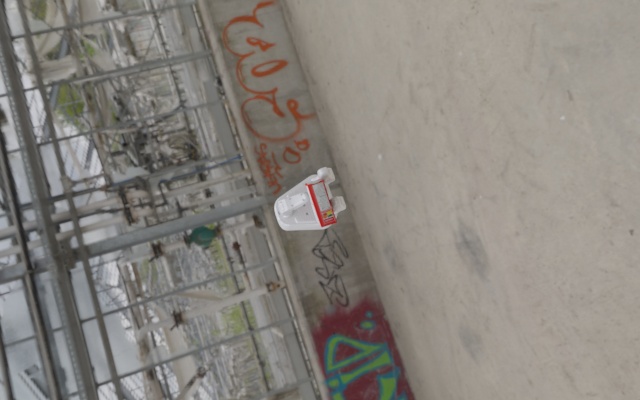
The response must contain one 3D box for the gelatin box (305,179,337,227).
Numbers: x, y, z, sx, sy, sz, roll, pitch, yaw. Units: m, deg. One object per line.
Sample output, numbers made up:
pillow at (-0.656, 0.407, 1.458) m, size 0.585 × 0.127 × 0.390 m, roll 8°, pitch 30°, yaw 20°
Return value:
gelatin box at (0.000, 0.003, 0.798) m, size 0.030 × 0.073 × 0.089 m, roll -18°, pitch 4°, yaw -3°
